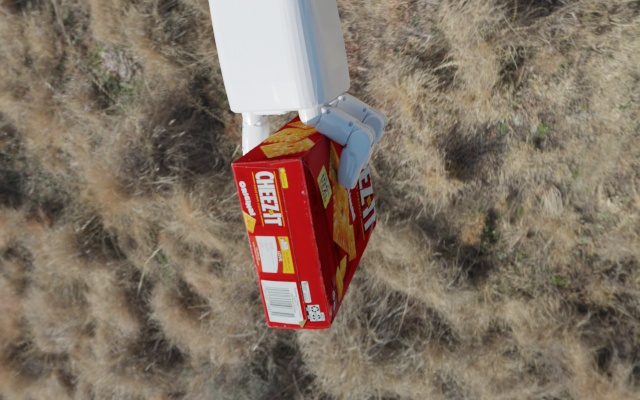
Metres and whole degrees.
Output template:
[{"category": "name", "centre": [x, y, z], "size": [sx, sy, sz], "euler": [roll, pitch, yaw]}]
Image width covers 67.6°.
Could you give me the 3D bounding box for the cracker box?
[{"category": "cracker box", "centre": [0.000, 0.002, 0.492], "size": [0.072, 0.164, 0.213], "euler": [-1, 23, 19]}]
